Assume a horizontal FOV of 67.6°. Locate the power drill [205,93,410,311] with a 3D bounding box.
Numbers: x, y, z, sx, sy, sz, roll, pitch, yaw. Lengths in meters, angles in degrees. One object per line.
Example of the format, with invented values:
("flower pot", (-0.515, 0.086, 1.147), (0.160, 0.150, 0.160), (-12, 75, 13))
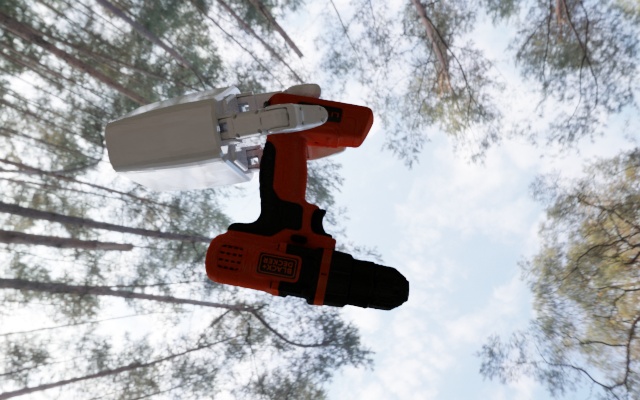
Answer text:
("power drill", (0.000, 0.001, 0.444), (0.184, 0.187, 0.057), (10, -15, 0))
